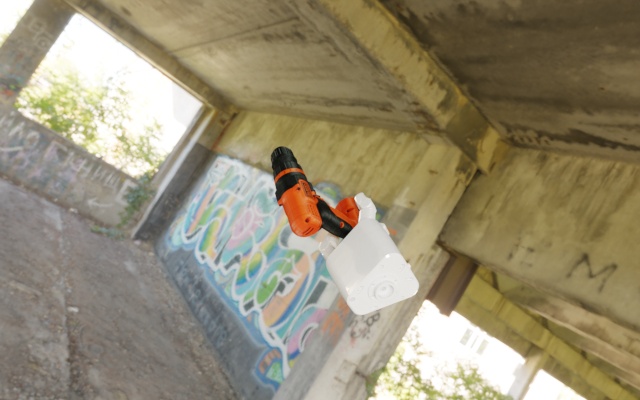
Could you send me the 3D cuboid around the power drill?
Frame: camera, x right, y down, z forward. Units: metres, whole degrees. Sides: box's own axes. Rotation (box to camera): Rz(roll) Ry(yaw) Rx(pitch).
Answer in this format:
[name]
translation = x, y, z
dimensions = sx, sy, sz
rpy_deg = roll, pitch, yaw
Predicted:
[power drill]
translation = 0.001, 0.003, 0.806
dimensions = 0.188, 0.184, 0.057
rpy_deg = 25, -56, -41
